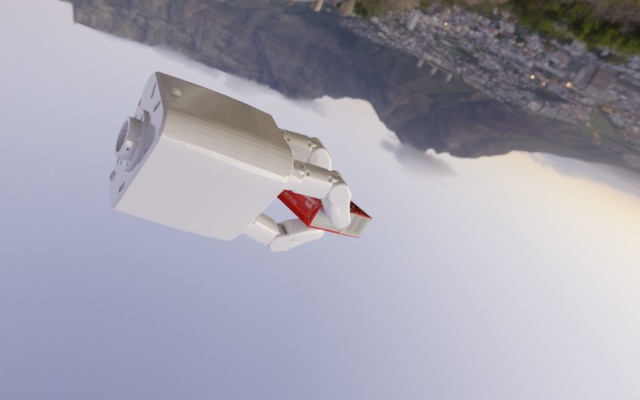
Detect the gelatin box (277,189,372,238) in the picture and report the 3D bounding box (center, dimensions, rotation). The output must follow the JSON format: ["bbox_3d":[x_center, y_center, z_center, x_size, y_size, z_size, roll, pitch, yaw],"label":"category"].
[{"bbox_3d":[0.000,0.002,0.492,0.089,0.030,0.073,17,20,-48],"label":"gelatin box"}]
